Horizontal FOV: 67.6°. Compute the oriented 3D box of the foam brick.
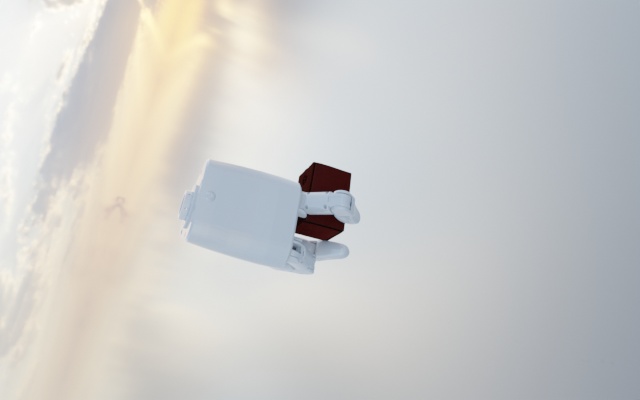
[{"bbox_3d":[0.000,0.002,0.573,0.051,0.078,0.053,16,-23,-17],"label":"foam brick"}]
